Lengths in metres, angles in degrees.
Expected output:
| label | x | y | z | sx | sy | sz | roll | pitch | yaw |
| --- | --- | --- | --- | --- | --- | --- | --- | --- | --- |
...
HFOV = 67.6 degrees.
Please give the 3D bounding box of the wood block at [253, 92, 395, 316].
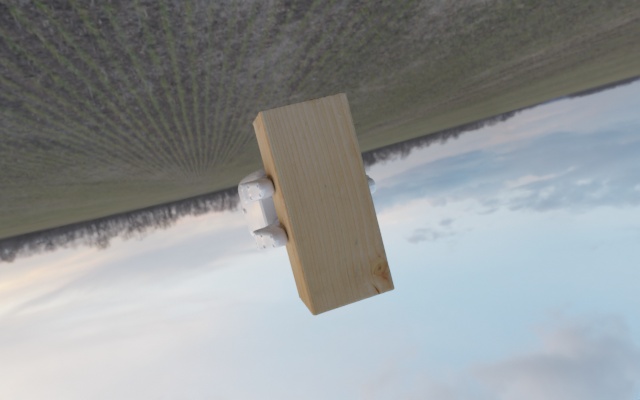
| label | x | y | z | sx | sy | sz | roll | pitch | yaw |
| --- | --- | --- | --- | --- | --- | --- | --- | --- | --- |
| wood block | 0.000 | 0.002 | 0.512 | 0.091 | 0.206 | 0.090 | -16 | 5 | -12 |
